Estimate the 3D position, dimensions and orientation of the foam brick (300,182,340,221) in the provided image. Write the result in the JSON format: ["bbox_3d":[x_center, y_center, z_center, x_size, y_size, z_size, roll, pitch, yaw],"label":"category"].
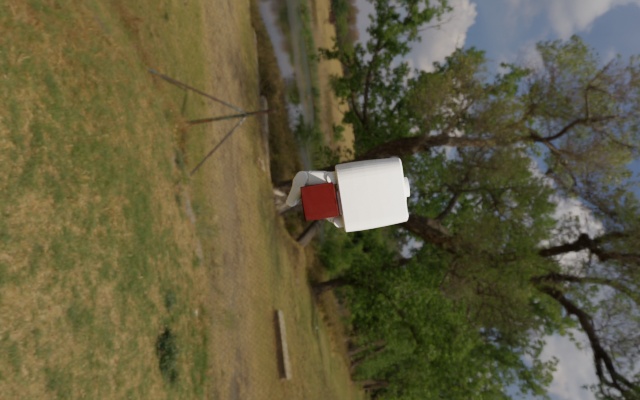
[{"bbox_3d":[0.000,0.003,0.745,0.051,0.053,0.078,-8,-2,4],"label":"foam brick"}]
